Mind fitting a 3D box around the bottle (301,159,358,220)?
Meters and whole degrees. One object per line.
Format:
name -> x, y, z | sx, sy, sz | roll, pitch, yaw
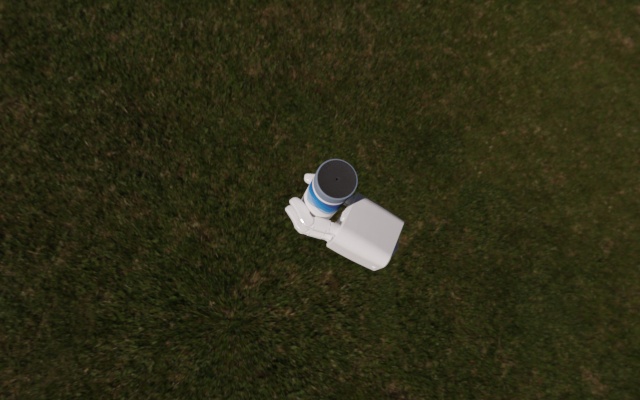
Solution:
bottle -> 0.000, 0.003, 0.875 | 0.069, 0.069, 0.296 | 0, -14, -10
